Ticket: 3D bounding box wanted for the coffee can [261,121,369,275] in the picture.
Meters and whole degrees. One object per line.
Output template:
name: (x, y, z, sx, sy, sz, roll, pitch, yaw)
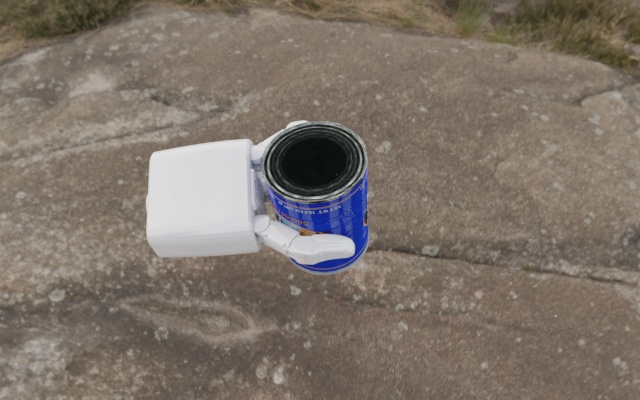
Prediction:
coffee can: (0.000, 0.002, 0.507, 0.103, 0.102, 0.140, 0, -36, 6)
